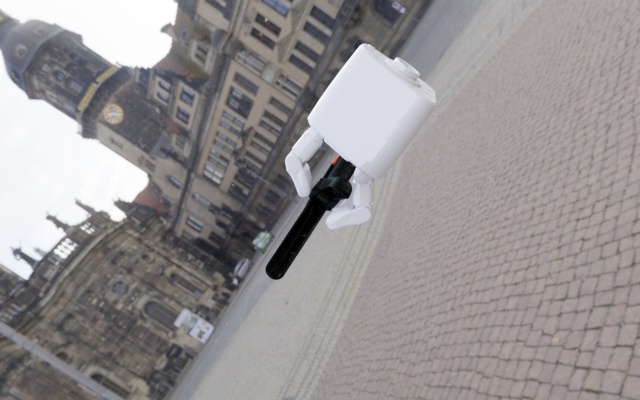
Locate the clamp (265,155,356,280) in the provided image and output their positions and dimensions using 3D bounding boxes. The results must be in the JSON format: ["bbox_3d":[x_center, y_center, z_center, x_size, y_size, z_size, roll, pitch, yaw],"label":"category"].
[{"bbox_3d":[0.000,0.001,0.611,0.036,0.165,0.210,36,26,-5],"label":"clamp"}]
